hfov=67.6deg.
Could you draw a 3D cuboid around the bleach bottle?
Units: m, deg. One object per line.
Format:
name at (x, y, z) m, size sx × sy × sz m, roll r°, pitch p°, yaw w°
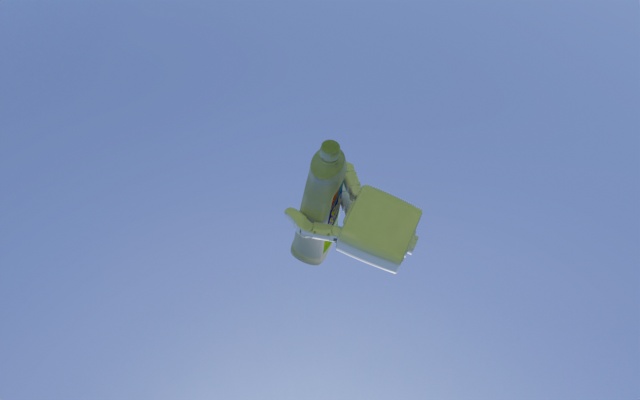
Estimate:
bleach bottle at (0.000, 0.003, 0.794) m, size 0.068 × 0.102 × 0.251 m, roll 23°, pitch -36°, yaw 11°
